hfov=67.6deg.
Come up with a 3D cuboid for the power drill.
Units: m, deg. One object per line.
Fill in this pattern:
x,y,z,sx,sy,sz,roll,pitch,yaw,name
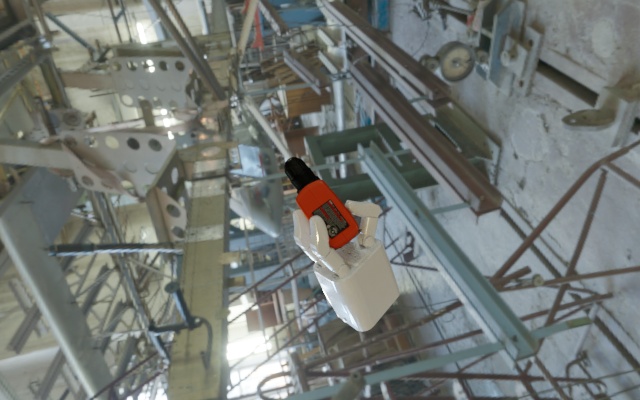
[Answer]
0.000,0.003,0.791,0.057,0.184,0.187,-39,4,3,power drill
